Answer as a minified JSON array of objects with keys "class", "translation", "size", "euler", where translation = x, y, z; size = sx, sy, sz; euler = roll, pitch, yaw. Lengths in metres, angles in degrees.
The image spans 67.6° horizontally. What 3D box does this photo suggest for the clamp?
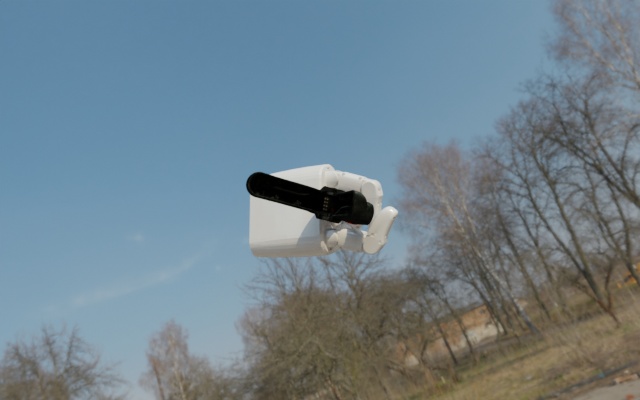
[{"class":"clamp","translation":[0.000,0.001,0.502],"size":[0.120,0.039,0.171],"euler":[18,-4,15]}]
